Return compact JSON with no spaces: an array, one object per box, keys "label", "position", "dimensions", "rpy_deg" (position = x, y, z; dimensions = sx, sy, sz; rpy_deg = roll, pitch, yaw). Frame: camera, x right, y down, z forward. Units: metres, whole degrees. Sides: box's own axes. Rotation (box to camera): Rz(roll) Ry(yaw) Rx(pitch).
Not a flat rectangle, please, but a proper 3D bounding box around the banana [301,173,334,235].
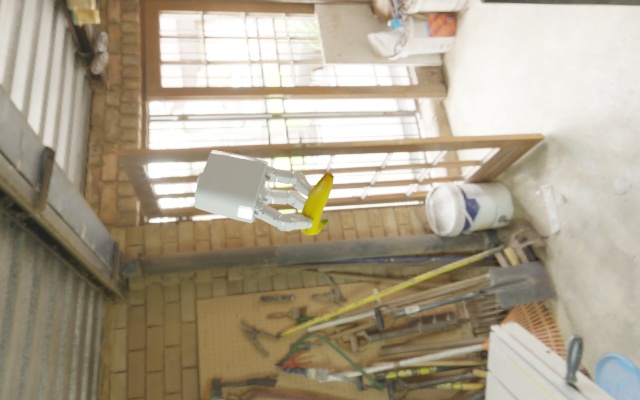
[{"label":"banana","position":[-0.010,0.018,0.863],"dimensions":[0.037,0.069,0.198],"rpy_deg":[30,-24,10]}]
